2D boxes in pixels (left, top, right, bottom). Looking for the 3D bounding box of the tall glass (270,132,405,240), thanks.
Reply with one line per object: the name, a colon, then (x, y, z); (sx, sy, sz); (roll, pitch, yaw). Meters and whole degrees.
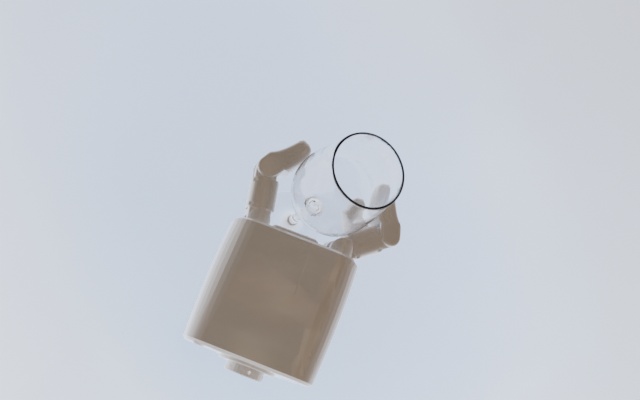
tall glass: (0.000, 0.001, 0.448); (0.079, 0.079, 0.201); (0, -14, -23)
